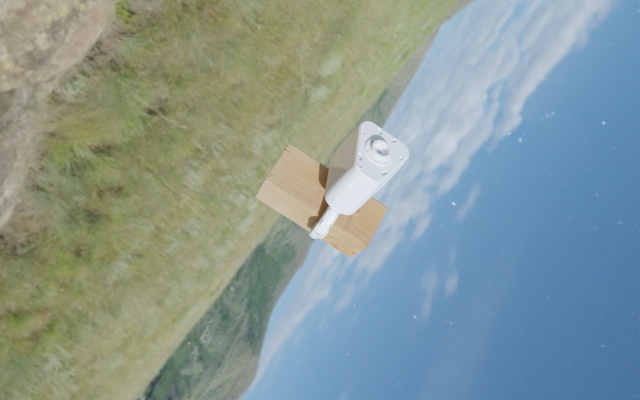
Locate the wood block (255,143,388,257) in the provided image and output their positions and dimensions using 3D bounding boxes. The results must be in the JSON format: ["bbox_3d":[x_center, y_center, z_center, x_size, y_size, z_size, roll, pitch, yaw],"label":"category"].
[{"bbox_3d":[0.000,0.003,0.847,0.206,0.090,0.090,33,-24,-5],"label":"wood block"}]
